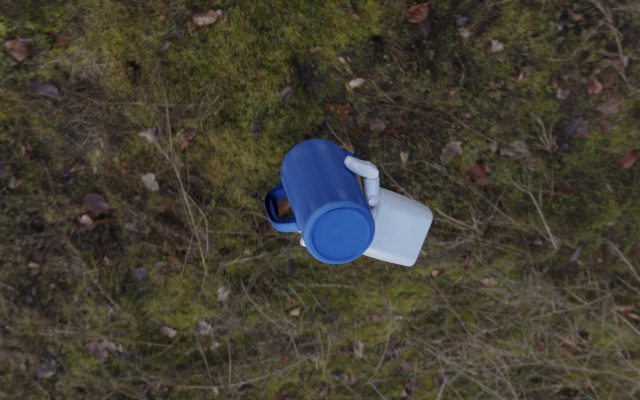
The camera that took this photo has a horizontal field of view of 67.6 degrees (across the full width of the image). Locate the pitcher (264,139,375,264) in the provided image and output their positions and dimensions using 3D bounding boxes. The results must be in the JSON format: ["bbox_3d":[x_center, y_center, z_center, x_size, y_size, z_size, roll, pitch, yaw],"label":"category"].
[{"bbox_3d":[0.000,0.003,0.795,0.145,0.149,0.242,18,21,-18],"label":"pitcher"}]
